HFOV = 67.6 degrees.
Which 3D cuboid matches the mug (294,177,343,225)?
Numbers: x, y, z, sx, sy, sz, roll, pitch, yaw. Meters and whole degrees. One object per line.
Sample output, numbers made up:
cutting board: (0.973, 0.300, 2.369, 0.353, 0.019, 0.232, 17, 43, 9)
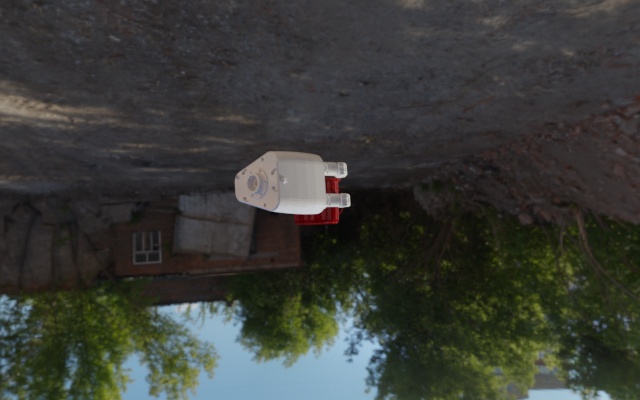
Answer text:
mug: (0.001, 0.003, 0.886, 0.093, 0.081, 0.117, -5, -5, 42)
